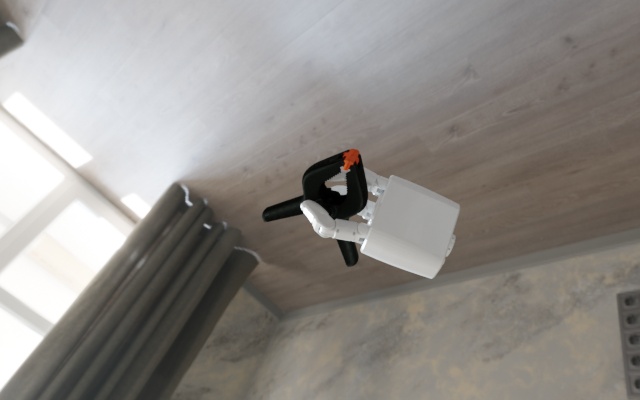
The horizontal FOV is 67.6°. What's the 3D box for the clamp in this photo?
[{"bbox_3d":[0.000,0.003,0.678,0.164,0.036,0.210,23,-42,6],"label":"clamp"}]
